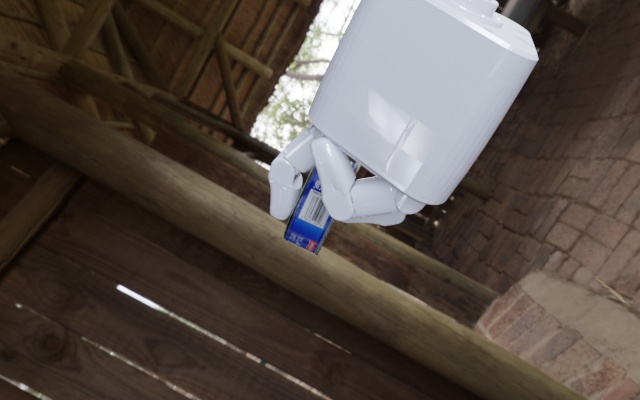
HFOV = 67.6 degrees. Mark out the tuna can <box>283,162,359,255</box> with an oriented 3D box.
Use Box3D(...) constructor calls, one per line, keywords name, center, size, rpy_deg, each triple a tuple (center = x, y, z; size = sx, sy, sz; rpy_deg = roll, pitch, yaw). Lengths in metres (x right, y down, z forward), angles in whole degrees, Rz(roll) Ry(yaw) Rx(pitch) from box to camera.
Box3D(name="tuna can", center=(0.000, 0.001, 0.410), size=(0.034, 0.086, 0.086), rpy_deg=(25, 0, 1))
